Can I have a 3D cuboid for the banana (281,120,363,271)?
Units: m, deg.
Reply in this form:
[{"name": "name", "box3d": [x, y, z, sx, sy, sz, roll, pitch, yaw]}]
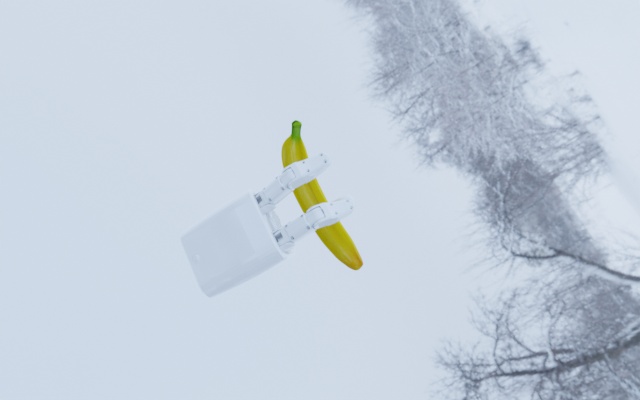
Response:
[{"name": "banana", "box3d": [-0.006, 0.000, 0.606, 0.037, 0.198, 0.069, -26, 2, -15]}]
